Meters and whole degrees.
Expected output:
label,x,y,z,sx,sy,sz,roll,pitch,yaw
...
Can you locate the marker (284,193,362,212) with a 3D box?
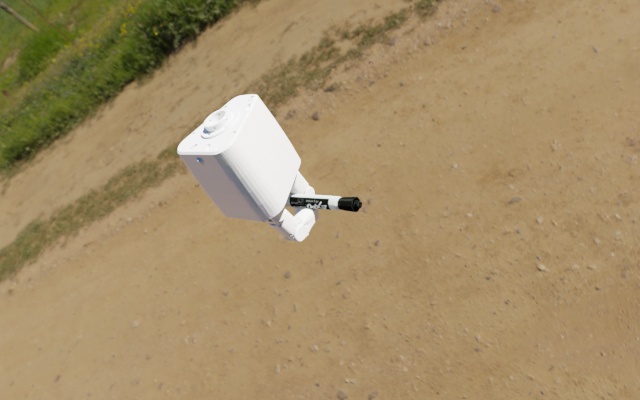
label,x,y,z,sx,sy,sz,roll,pitch,yaw
marker,0.000,0.002,0.605,0.121,0.020,0.020,4,2,39
